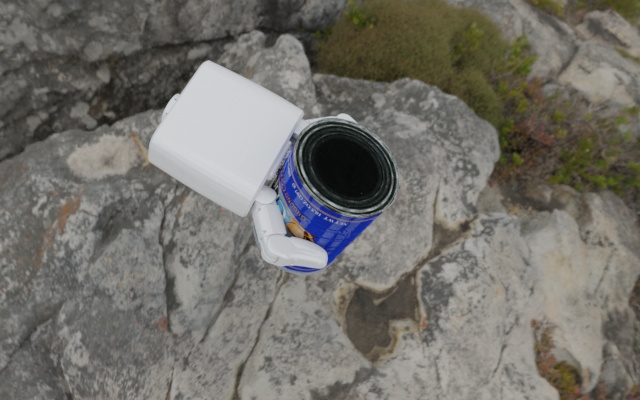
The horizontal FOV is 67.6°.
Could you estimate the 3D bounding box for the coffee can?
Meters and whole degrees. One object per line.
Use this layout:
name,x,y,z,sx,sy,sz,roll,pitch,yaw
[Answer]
coffee can,0.000,0.002,0.474,0.103,0.102,0.140,0,-28,-24
